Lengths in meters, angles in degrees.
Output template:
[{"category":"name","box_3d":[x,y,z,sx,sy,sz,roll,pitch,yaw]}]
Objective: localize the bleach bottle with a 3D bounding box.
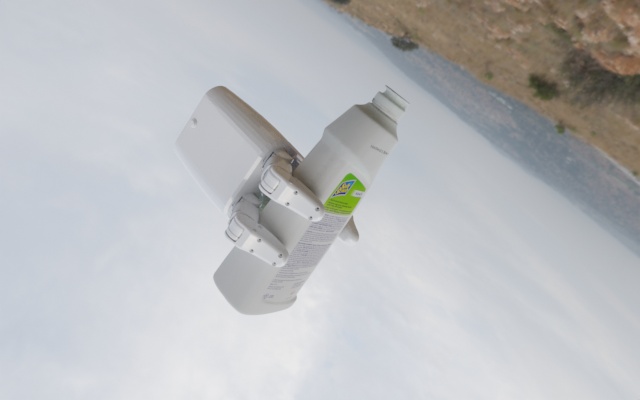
[{"category":"bleach bottle","box_3d":[0.000,0.002,0.467,0.068,0.251,0.102,45,18,24]}]
